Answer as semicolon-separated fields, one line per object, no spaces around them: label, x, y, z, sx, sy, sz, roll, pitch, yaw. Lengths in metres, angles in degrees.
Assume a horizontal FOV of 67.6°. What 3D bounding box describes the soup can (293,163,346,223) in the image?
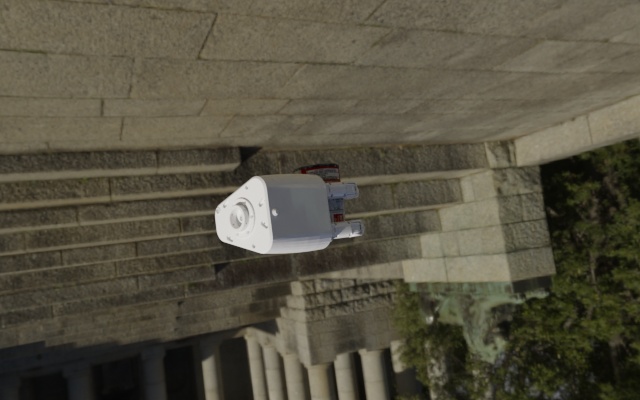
soup can;0.000;0.003;0.695;0.068;0.102;0.068;-8;-5;-1
